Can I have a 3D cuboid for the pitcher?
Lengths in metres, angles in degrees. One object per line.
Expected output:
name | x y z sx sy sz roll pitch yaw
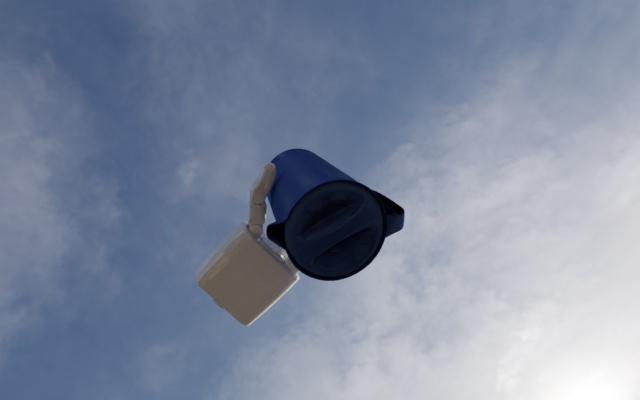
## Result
pitcher | 0.000 0.002 0.687 0.149 0.145 0.242 42 4 -24
